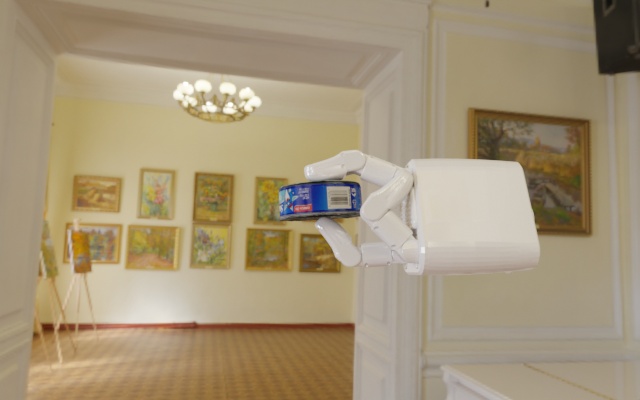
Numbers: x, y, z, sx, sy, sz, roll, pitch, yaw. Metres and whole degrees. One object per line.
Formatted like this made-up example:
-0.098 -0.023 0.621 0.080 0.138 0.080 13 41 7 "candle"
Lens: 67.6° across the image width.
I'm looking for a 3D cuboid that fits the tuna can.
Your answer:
0.000 0.001 0.489 0.086 0.033 0.086 -3 -5 0 "tuna can"
